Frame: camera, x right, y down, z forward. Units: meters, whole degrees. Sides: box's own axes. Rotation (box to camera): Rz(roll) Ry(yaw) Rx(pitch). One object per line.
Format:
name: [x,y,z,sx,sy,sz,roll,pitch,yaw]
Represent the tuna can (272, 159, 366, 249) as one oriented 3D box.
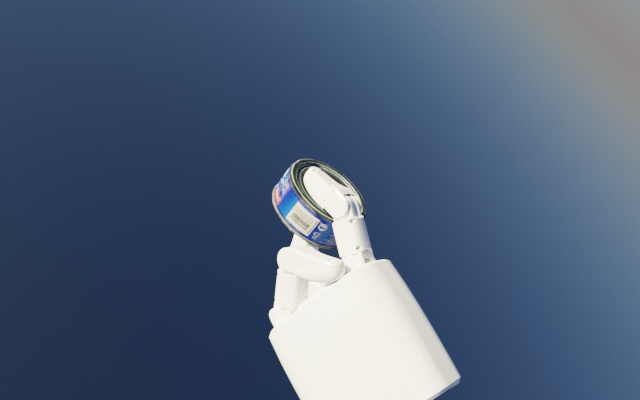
tuna can: [0.000,0.001,0.445,0.086,0.086,0.034,0,-42,-46]
